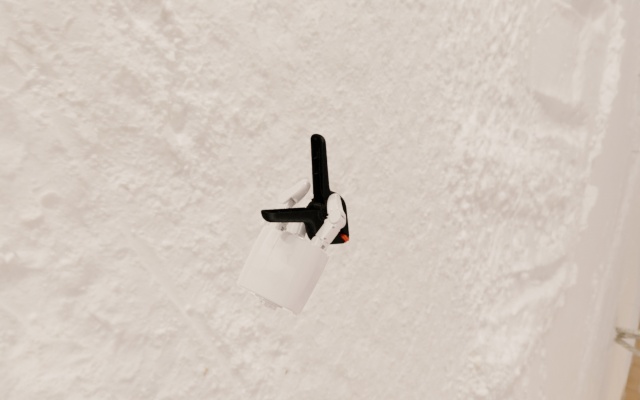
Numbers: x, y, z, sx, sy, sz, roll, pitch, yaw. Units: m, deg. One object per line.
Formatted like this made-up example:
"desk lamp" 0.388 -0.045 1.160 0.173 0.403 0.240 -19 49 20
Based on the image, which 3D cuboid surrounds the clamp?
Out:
"clamp" 0.001 0.003 0.794 0.036 0.164 0.210 17 -18 39
